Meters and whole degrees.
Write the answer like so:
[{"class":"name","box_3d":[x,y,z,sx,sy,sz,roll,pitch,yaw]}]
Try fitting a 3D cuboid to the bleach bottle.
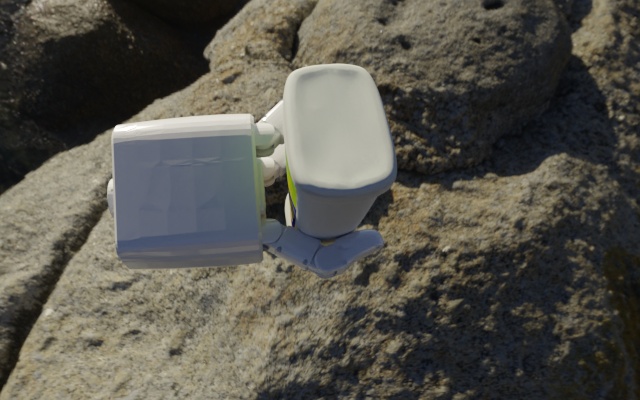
[{"class":"bleach bottle","box_3d":[0.000,0.001,0.412,0.068,0.102,0.251,-5,-24,-8]}]
